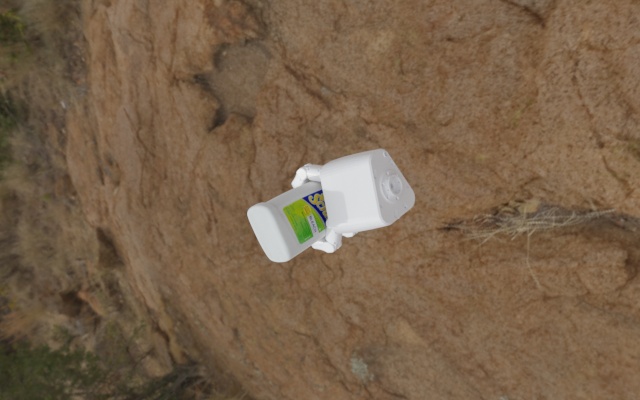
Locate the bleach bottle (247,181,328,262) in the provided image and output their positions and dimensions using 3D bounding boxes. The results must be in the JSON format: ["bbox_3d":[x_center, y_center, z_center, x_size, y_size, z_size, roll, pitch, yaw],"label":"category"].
[{"bbox_3d":[0.000,0.003,0.809,0.068,0.102,0.250,-11,17,48],"label":"bleach bottle"}]
